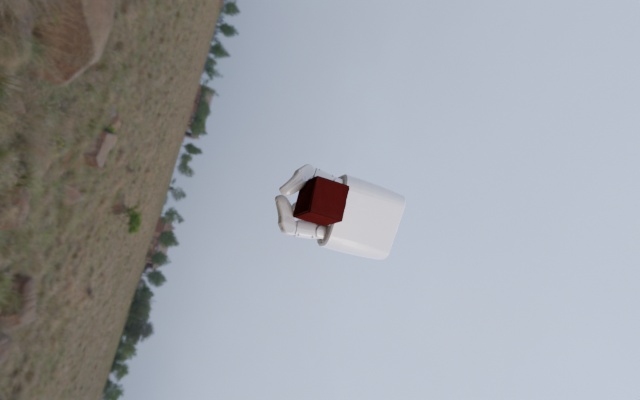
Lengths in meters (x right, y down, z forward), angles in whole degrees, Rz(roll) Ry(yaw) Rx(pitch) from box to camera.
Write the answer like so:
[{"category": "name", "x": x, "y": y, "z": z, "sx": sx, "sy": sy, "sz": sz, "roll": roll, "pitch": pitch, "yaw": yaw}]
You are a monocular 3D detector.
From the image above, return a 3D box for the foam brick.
[{"category": "foam brick", "x": 0.000, "y": 0.002, "z": 0.679, "sx": 0.051, "sy": 0.053, "sz": 0.078, "roll": 17, "pitch": -13, "yaw": -17}]
